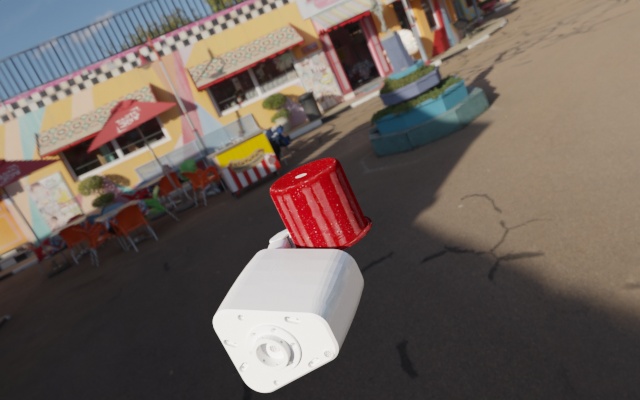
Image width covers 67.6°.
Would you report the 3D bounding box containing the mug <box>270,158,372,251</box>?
[{"bbox_3d":[0.000,0.001,0.526,0.093,0.081,0.117,-19,17,20],"label":"mug"}]
